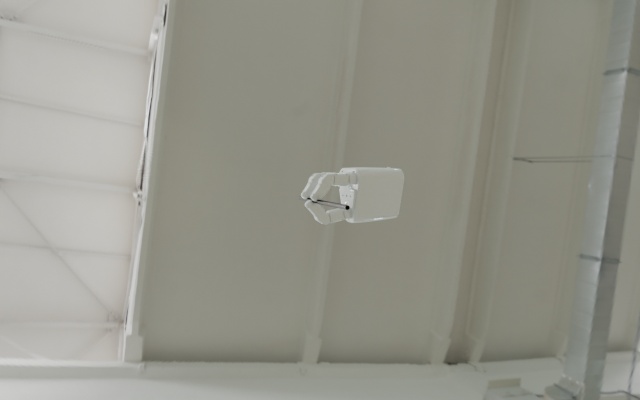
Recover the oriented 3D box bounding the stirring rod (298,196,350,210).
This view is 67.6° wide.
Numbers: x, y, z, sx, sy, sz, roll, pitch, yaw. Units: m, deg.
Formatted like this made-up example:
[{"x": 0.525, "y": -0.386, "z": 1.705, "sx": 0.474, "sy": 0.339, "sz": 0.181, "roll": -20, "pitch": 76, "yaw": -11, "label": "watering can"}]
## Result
[{"x": 0.000, "y": 0.003, "z": 0.896, "sx": 0.011, "sy": 0.011, "sz": 0.239, "roll": 0, "pitch": 4, "yaw": -22, "label": "stirring rod"}]
